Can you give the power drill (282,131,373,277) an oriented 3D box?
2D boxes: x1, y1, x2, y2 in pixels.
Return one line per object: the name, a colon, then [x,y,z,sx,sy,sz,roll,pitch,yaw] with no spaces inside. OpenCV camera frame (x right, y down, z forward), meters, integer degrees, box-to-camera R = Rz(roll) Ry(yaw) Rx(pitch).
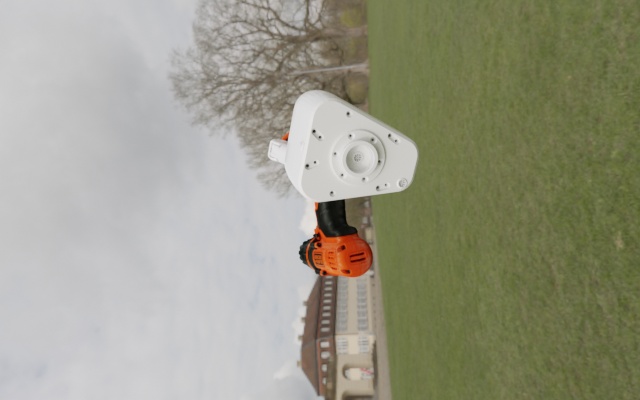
power drill: [0.000,0.002,0.601,0.057,0.187,0.184,-12,0,-20]
